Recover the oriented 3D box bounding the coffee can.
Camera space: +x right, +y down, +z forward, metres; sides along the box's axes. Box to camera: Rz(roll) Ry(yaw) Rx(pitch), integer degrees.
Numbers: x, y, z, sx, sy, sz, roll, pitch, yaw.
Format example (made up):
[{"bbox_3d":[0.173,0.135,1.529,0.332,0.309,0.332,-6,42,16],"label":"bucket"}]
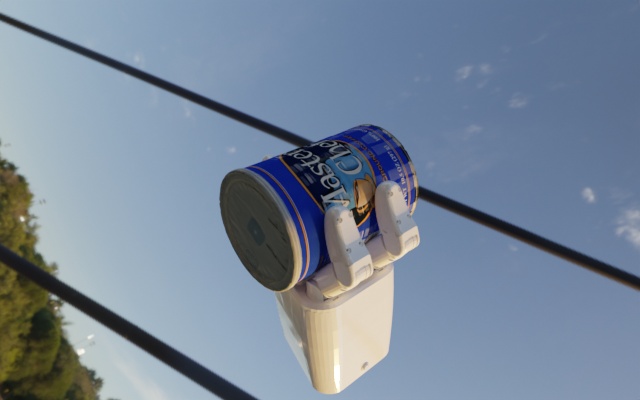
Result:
[{"bbox_3d":[0.000,0.001,0.412,0.140,0.103,0.103,-25,15,-34],"label":"coffee can"}]
